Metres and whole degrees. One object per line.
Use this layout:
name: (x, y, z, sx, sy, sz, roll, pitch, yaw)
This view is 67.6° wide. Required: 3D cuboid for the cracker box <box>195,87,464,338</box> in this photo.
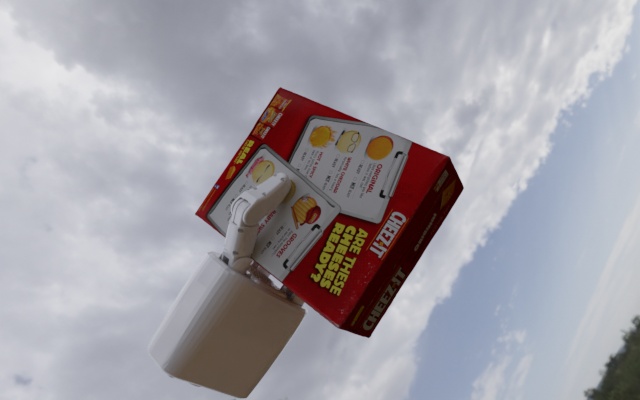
cracker box: (0.000, 0.001, 0.461, 0.213, 0.164, 0.072, 30, -5, 36)
